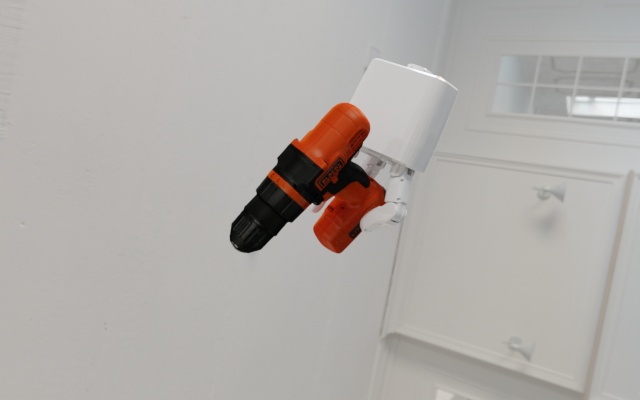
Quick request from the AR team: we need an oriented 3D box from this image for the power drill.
[{"bbox_3d":[0.000,0.002,0.535,0.057,0.184,0.188,43,-1,26],"label":"power drill"}]
